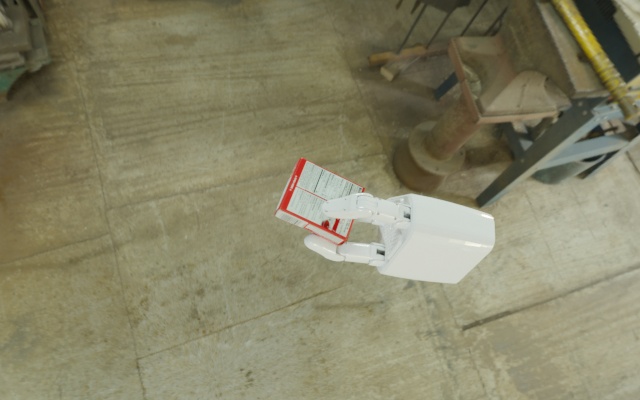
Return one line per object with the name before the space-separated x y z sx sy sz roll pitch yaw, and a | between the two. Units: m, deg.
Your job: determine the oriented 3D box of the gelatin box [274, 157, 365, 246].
gelatin box | 0.000 0.002 0.563 0.089 0.073 0.030 25 -25 -10
